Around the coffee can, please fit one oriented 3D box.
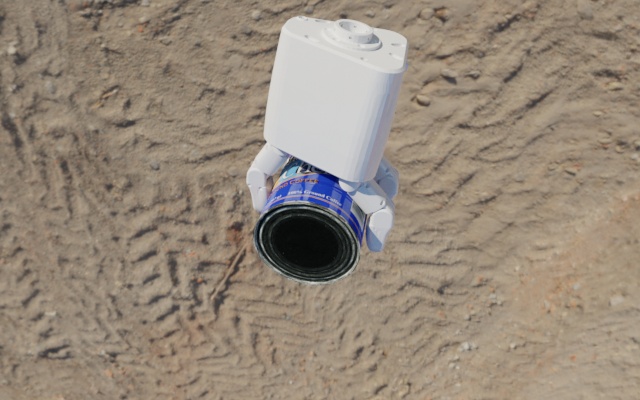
[{"bbox_3d":[0.000,0.002,0.495,0.103,0.103,0.140,0,36,14],"label":"coffee can"}]
